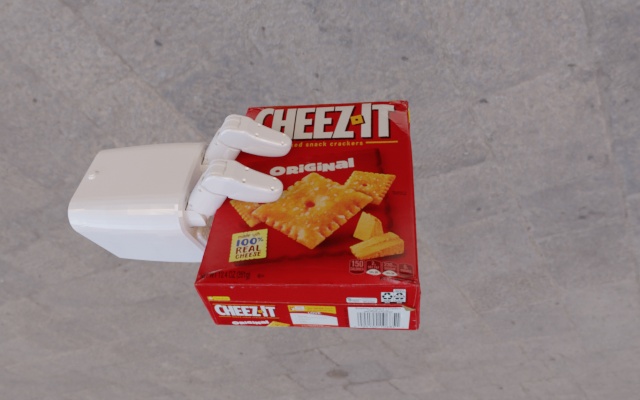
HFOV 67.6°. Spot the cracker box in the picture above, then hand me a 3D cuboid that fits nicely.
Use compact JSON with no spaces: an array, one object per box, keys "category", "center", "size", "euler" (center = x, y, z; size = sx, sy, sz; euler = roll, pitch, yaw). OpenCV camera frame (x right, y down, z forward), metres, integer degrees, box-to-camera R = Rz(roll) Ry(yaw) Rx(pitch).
[{"category":"cracker box","center":[0.000,0.002,0.421],"size":[0.164,0.213,0.072],"euler":[0,-42,8]}]
